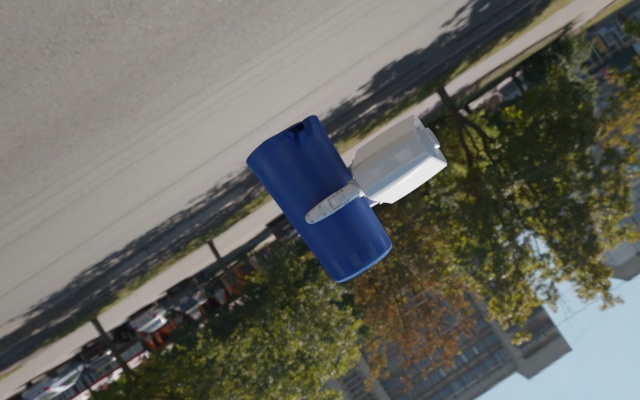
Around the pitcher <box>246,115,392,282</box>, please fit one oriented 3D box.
[{"bbox_3d":[0.000,0.002,0.751,0.145,0.243,0.149,-34,-3,22],"label":"pitcher"}]
